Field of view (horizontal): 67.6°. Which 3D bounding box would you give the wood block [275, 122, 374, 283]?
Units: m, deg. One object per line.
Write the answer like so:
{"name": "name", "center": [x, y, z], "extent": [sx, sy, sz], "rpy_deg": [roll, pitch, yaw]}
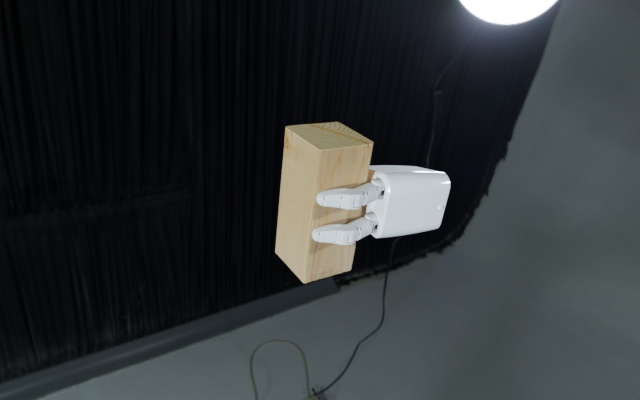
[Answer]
{"name": "wood block", "center": [0.000, 0.002, 0.686], "extent": [0.090, 0.206, 0.090], "rpy_deg": [-11, 32, -31]}
